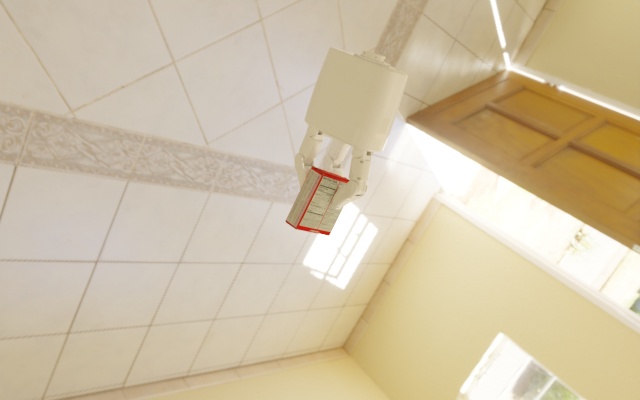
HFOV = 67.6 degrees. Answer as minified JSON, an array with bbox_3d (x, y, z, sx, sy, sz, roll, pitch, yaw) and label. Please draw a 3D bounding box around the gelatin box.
[{"bbox_3d":[0.000,0.003,0.676,0.073,0.089,0.030,15,14,-48],"label":"gelatin box"}]
